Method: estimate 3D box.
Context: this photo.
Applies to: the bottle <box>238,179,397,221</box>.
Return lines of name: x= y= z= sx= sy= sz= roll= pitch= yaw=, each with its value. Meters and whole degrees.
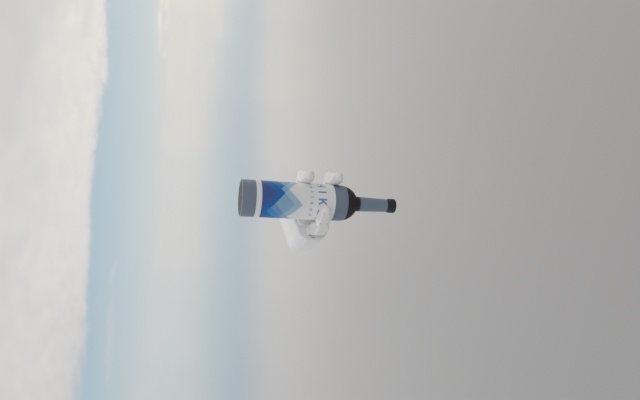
bottle: x=0.000 y=0.003 z=0.879 sx=0.296 sy=0.069 sz=0.069 roll=3 pitch=-1 yaw=-16
